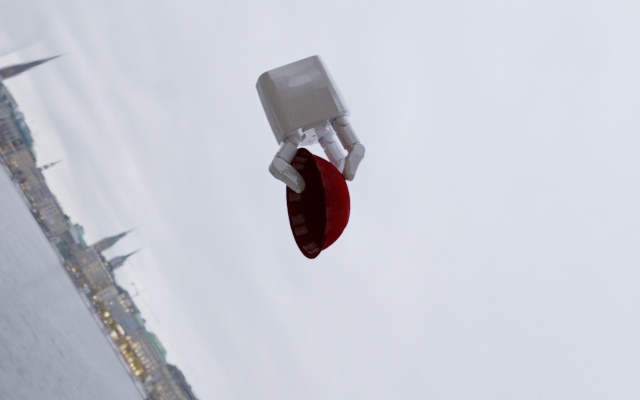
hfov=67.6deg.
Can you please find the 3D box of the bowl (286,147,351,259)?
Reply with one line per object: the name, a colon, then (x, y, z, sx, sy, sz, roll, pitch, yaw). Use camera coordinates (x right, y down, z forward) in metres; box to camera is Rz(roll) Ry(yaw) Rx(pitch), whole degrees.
bowl: (0.001, 0.004, 0.696, 0.055, 0.162, 0.162, -5, 2, -22)
